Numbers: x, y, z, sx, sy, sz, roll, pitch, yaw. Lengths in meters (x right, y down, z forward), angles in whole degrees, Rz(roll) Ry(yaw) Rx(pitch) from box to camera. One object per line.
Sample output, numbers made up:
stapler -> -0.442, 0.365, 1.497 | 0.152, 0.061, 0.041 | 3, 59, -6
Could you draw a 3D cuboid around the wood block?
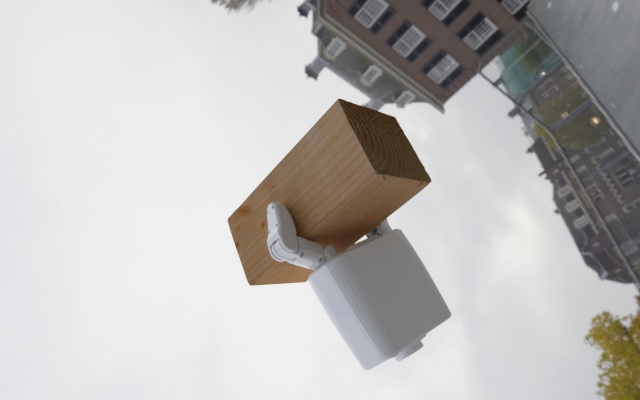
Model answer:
wood block -> 0.000, 0.002, 0.507 | 0.091, 0.090, 0.206 | 6, -39, -45
